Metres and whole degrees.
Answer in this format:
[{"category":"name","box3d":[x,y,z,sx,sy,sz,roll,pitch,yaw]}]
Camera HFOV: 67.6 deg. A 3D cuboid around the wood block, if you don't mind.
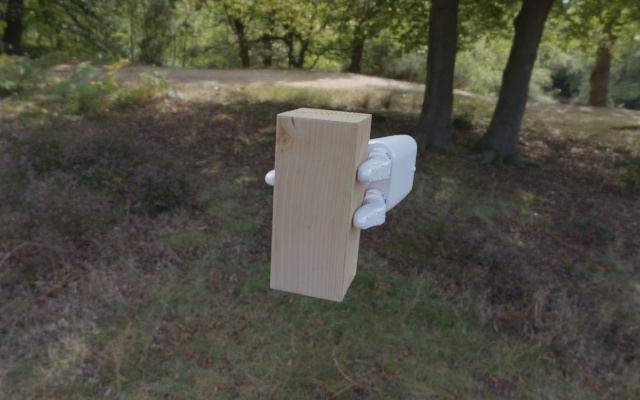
[{"category":"wood block","box3d":[0.000,0.002,0.566,0.091,0.206,0.090,8,18,14]}]
